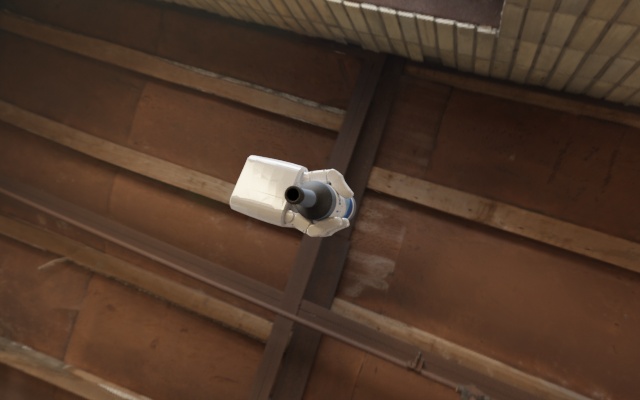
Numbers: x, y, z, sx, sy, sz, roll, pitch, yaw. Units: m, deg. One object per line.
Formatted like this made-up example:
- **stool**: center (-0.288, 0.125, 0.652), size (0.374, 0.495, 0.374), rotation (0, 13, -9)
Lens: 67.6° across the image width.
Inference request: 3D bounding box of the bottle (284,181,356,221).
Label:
- **bottle**: center (0.000, 0.003, 0.830), size (0.069, 0.069, 0.296), rotation (0, -4, 16)
